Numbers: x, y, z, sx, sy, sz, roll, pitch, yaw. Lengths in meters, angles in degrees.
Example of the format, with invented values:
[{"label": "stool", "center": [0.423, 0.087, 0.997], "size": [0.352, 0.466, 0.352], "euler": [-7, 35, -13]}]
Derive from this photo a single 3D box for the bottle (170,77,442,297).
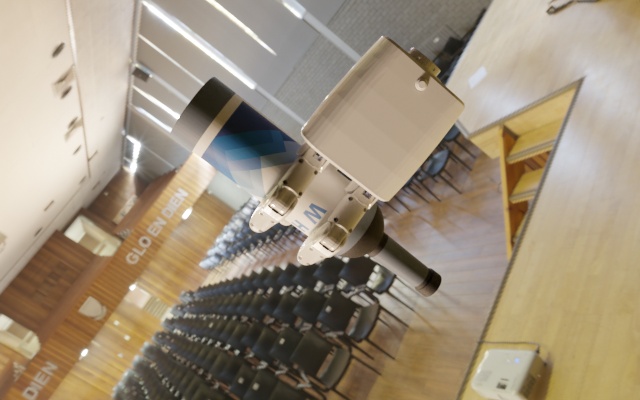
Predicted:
[{"label": "bottle", "center": [0.000, 0.001, 0.459], "size": [0.296, 0.069, 0.069], "euler": [37, -9, -12]}]
